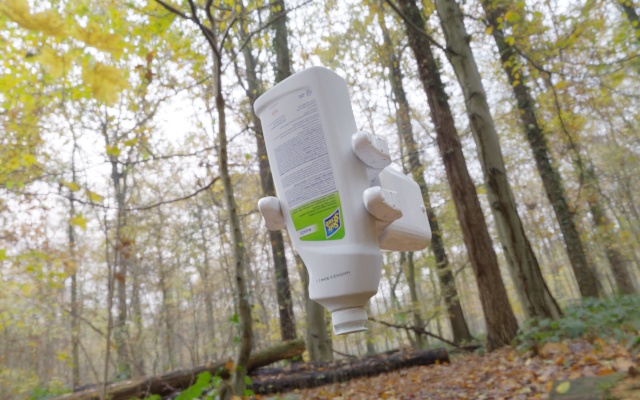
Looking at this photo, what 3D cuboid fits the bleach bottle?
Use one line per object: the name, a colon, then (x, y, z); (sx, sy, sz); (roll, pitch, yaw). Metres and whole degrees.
bleach bottle: (0.000, 0.001, 0.461); (0.102, 0.250, 0.068); (-24, -23, 34)
